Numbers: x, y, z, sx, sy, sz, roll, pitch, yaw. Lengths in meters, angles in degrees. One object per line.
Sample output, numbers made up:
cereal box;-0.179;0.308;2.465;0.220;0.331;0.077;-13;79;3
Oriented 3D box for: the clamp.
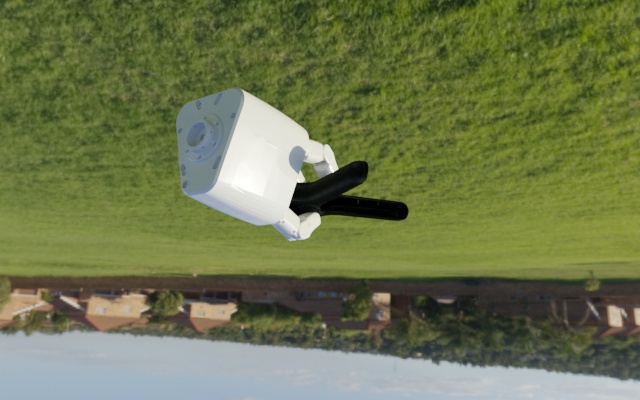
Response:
clamp;-0.001;0.003;0.605;0.210;0.036;0.165;-8;-22;32
